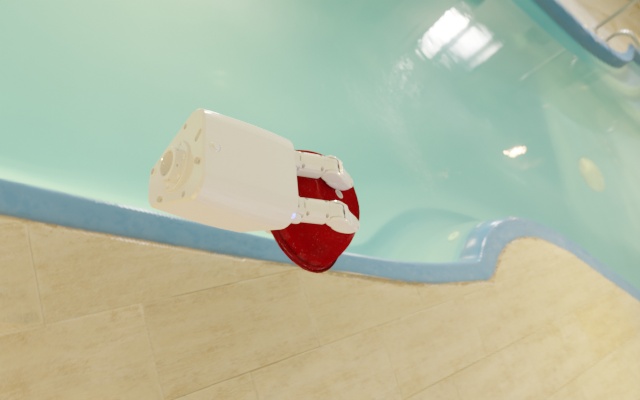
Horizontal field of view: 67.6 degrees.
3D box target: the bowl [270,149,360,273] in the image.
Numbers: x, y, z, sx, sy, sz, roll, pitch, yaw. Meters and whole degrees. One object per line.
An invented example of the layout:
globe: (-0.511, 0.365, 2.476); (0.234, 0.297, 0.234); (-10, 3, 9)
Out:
bowl: (0.001, 0.002, 0.572); (0.055, 0.162, 0.162); (-22, -11, 29)
